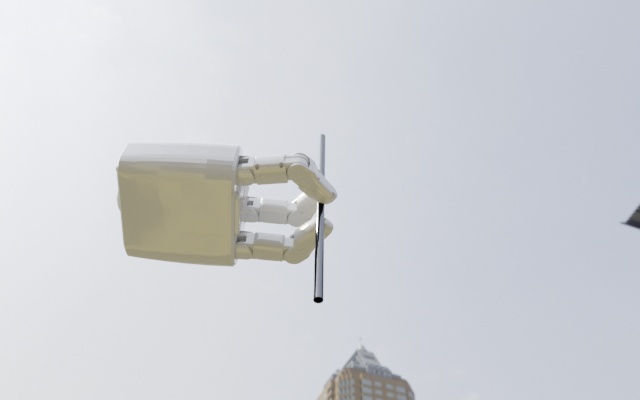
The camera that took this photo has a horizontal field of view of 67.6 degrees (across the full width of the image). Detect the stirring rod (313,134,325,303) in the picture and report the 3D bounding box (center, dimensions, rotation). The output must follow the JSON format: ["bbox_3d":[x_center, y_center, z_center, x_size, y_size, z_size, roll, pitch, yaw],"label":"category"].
[{"bbox_3d":[0.000,0.002,0.463,0.011,0.011,0.239,0,39,1],"label":"stirring rod"}]
